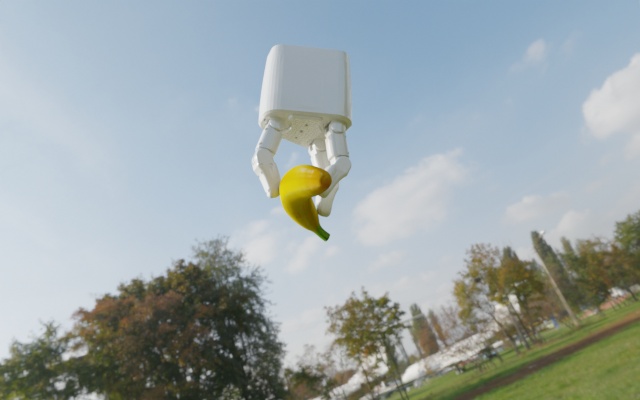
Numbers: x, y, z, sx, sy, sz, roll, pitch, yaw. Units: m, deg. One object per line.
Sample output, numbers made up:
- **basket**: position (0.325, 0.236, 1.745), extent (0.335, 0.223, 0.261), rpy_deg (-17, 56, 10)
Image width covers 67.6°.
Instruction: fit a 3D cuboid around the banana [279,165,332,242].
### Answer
- **banana**: position (-0.017, -0.004, 0.551), extent (0.069, 0.037, 0.198), rpy_deg (23, -17, 9)
